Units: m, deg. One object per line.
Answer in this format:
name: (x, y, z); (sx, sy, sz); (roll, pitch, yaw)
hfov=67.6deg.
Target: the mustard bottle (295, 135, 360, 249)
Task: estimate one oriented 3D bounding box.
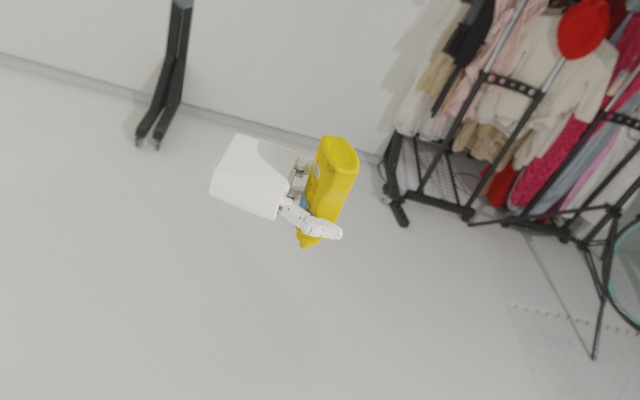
mustard bottle: (0.001, 0.002, 0.735); (0.058, 0.192, 0.096); (6, 38, -21)
